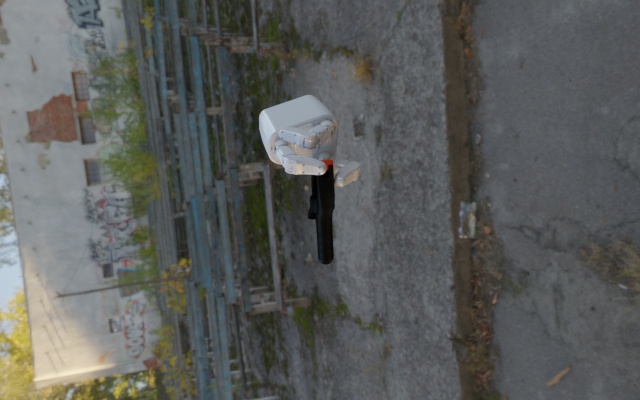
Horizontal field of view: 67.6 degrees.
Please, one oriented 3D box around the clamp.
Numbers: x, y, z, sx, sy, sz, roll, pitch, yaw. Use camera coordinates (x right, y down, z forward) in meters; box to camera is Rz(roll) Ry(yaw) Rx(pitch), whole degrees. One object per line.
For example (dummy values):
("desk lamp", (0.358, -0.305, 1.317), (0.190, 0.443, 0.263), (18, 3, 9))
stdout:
("clamp", (0.000, 0.002, 0.757), (0.039, 0.172, 0.120), (-7, 33, -16))
